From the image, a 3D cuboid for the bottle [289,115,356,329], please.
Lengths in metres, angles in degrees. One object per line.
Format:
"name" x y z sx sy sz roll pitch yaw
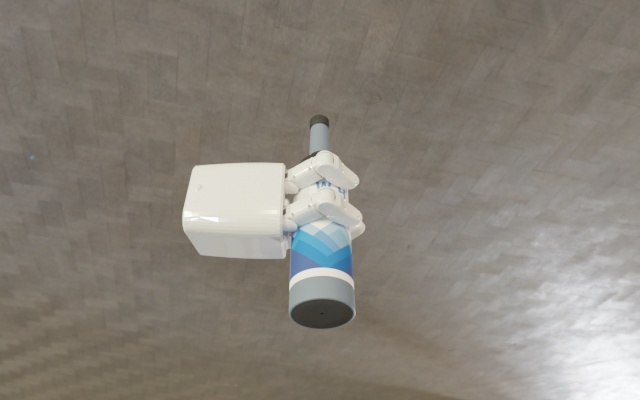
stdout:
"bottle" 0.000 0.002 0.568 0.069 0.295 0.069 0 -41 0
